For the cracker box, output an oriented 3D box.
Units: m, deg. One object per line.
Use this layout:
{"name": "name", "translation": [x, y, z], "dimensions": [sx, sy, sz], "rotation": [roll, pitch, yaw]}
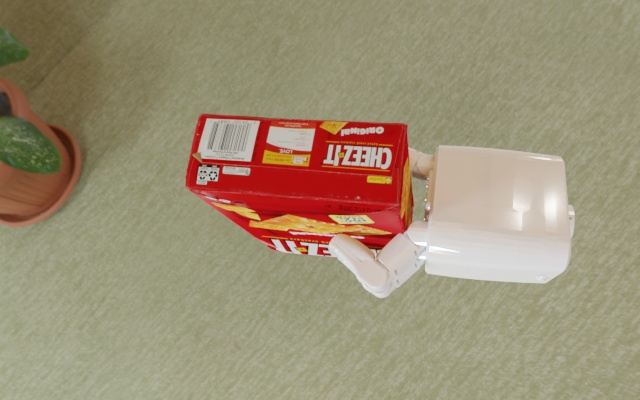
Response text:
{"name": "cracker box", "translation": [0.000, 0.001, 0.440], "dimensions": [0.164, 0.072, 0.214], "rotation": [5, -17, 14]}
